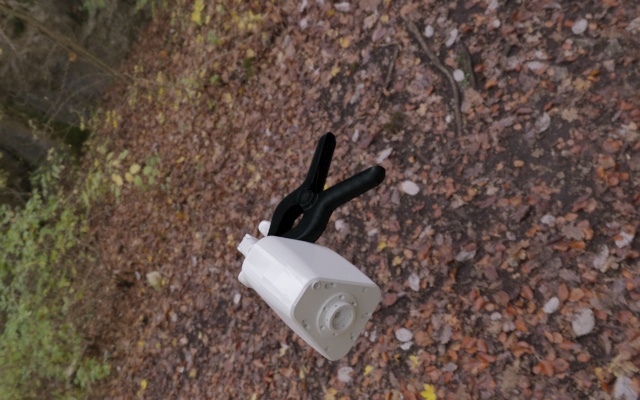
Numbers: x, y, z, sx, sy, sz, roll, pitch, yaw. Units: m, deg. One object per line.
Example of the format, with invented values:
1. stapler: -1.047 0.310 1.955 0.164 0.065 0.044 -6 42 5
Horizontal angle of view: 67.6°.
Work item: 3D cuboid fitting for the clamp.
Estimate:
1. clamp: 0.000 0.002 0.575 0.039 0.171 0.120 34 -3 -39
